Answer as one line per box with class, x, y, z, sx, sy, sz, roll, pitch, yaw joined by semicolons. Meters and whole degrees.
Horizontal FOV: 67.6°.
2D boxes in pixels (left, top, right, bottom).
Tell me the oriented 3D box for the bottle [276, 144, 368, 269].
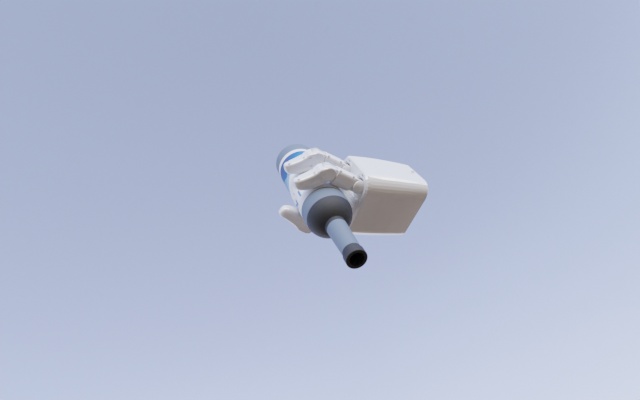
bottle;0.000;0.002;0.682;0.069;0.069;0.295;0;27;-19
